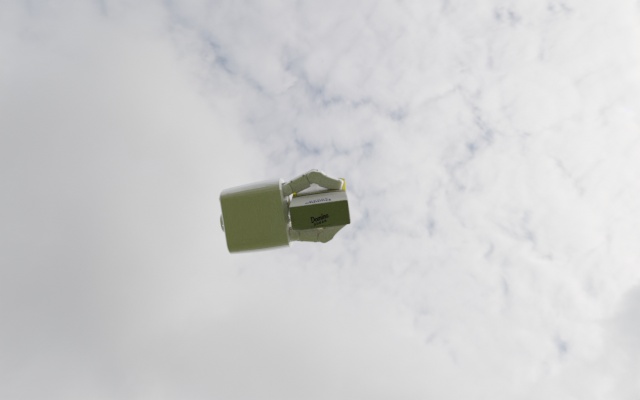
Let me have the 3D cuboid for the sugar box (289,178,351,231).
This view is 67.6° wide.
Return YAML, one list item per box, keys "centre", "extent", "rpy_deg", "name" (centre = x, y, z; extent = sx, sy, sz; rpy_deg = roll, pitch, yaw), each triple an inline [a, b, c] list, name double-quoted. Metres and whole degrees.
- centre: [0.000, 0.003, 0.805]
  extent: [0.093, 0.048, 0.176]
  rpy_deg: [-7, 16, 3]
  name: "sugar box"
